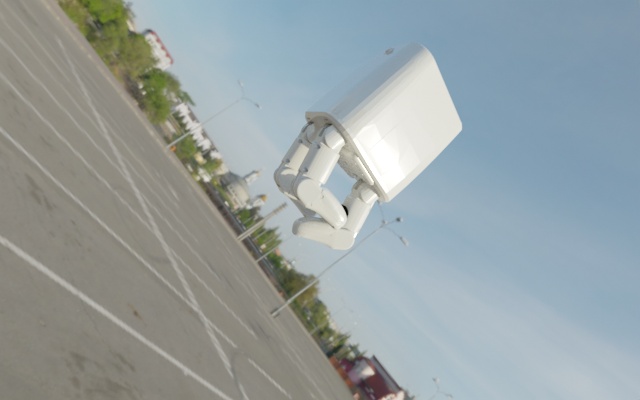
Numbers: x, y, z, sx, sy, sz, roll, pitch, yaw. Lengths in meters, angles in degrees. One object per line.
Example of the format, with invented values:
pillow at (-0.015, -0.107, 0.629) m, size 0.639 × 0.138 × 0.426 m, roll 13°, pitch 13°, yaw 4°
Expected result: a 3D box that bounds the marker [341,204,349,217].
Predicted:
marker at (0.000, 0.002, 0.490) m, size 0.020 × 0.020 × 0.121 m, roll 0°, pitch 11°, yaw -19°
